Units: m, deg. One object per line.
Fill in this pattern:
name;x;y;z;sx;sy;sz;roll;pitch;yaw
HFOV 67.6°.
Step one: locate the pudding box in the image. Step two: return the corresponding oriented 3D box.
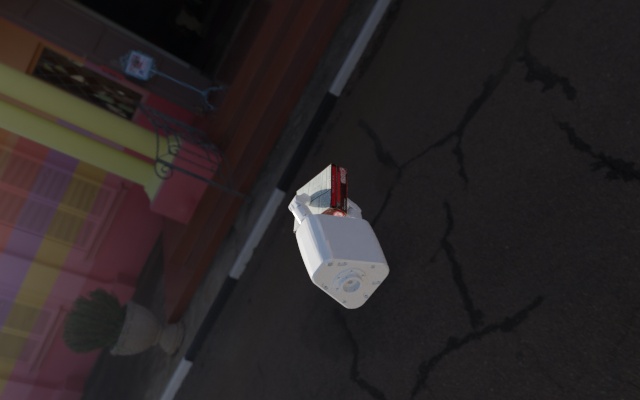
pudding box;0.000;0.003;0.809;0.039;0.090;0.113;24;-38;-29
